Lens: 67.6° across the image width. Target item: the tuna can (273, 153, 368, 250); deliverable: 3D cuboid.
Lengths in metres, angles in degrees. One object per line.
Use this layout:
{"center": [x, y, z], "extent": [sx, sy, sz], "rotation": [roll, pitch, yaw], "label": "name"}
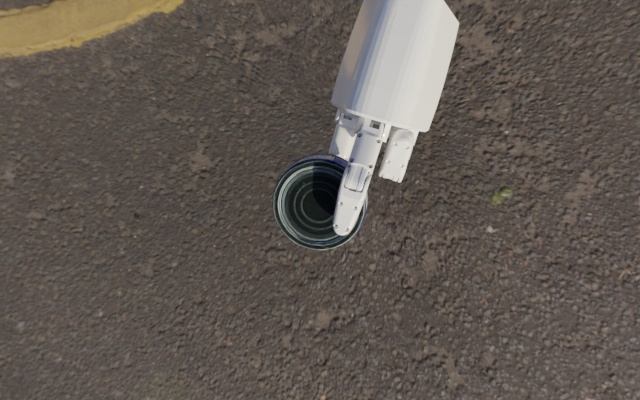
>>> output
{"center": [0.000, 0.002, 0.437], "extent": [0.086, 0.086, 0.033], "rotation": [0, 14, 7], "label": "tuna can"}
